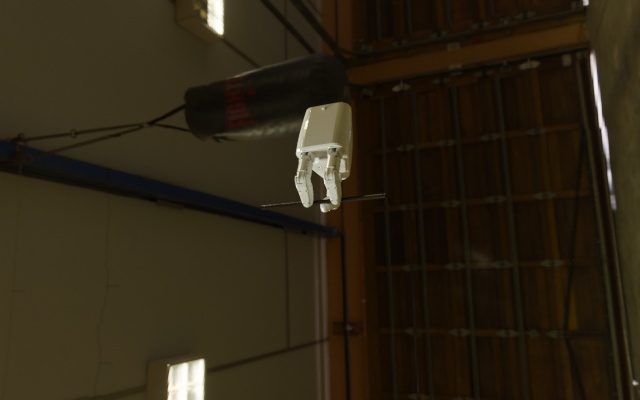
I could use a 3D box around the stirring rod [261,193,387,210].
[{"bbox_3d":[0.000,0.003,0.853,0.239,0.011,0.011,-6,-2,23],"label":"stirring rod"}]
